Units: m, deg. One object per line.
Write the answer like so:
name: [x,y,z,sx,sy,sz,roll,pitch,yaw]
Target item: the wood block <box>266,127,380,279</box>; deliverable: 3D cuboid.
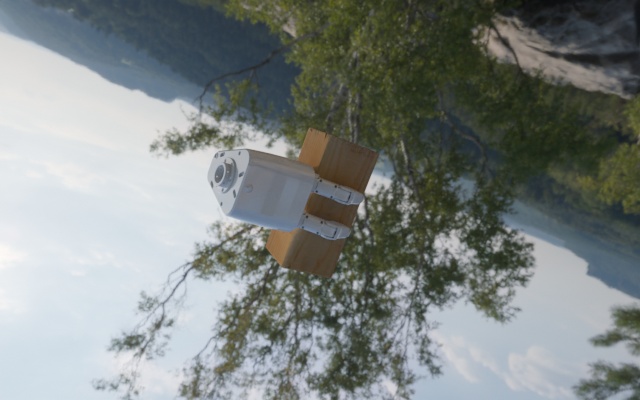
wood block: [0.000,0.002,0.743,0.090,0.206,0.090,17,9,-27]
